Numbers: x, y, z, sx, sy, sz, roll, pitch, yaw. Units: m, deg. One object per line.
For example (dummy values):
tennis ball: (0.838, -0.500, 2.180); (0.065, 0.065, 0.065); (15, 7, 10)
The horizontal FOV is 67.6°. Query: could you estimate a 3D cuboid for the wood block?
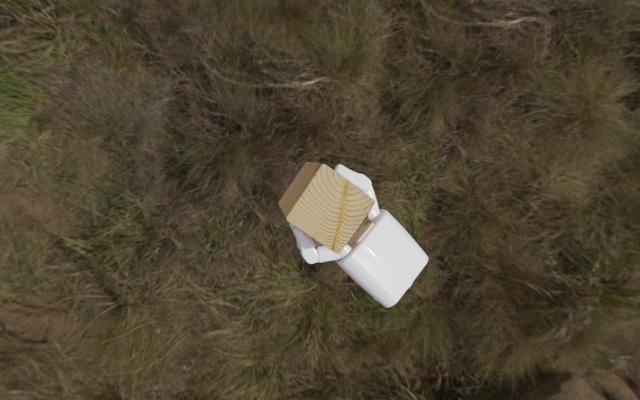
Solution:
wood block: (0.001, 0.002, 0.728); (0.090, 0.091, 0.206); (35, 0, -10)
